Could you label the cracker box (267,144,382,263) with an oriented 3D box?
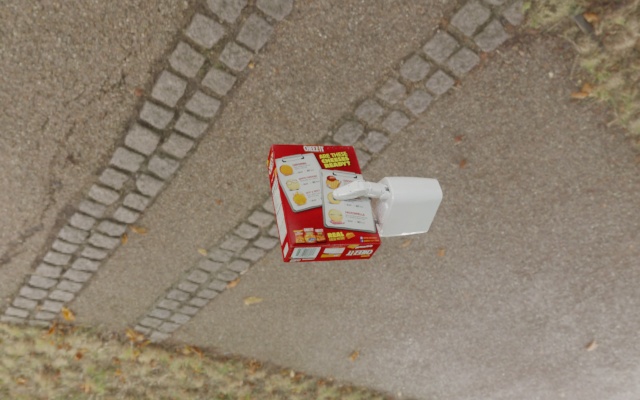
[{"bbox_3d":[0.000,0.003,0.858,0.164,0.213,0.072,-1,-34,-20],"label":"cracker box"}]
